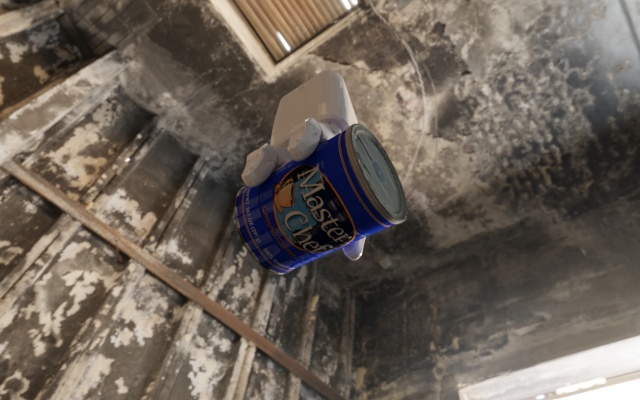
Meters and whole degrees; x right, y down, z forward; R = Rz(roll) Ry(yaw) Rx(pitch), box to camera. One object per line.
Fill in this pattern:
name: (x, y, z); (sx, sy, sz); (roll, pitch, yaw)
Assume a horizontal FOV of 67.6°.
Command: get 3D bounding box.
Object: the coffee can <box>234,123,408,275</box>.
coffee can: (0.000, 0.002, 0.476); (0.140, 0.103, 0.103); (-27, -12, 24)
